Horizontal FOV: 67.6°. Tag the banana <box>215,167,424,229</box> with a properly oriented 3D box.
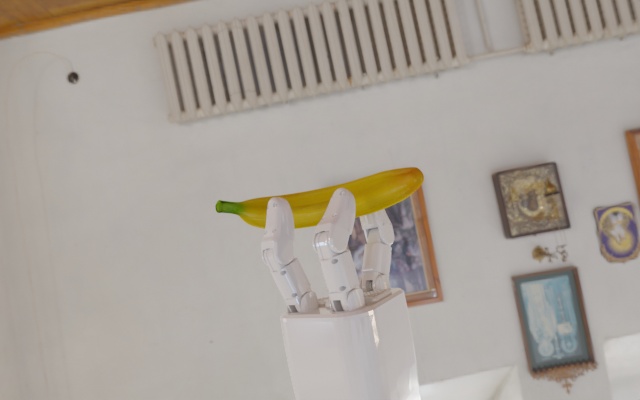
[{"bbox_3d":[0.003,0.003,0.450,0.198,0.037,0.069,-11,-7,19],"label":"banana"}]
